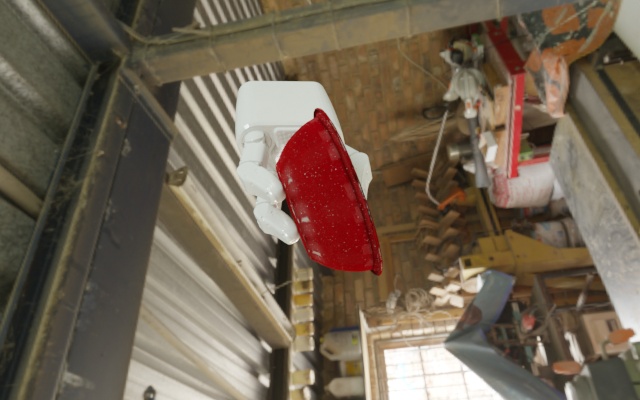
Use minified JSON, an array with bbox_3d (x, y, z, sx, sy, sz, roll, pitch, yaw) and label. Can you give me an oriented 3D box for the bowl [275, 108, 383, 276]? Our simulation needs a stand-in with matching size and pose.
[{"bbox_3d":[0.000,0.002,0.433,0.055,0.162,0.162,-21,2,-5],"label":"bowl"}]
